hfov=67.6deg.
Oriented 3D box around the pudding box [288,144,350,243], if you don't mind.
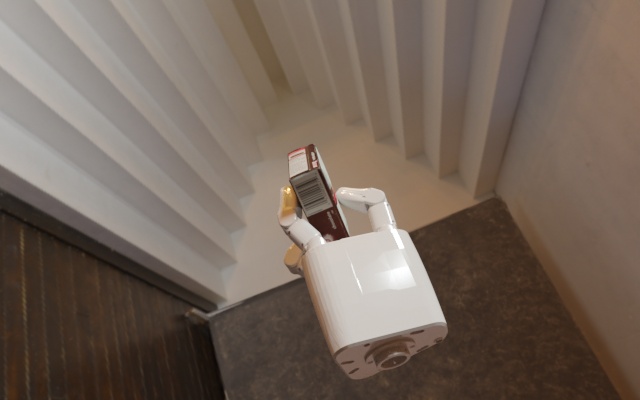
[{"bbox_3d":[0.000,0.002,0.546,0.039,0.113,0.090,-21,23,3],"label":"pudding box"}]
